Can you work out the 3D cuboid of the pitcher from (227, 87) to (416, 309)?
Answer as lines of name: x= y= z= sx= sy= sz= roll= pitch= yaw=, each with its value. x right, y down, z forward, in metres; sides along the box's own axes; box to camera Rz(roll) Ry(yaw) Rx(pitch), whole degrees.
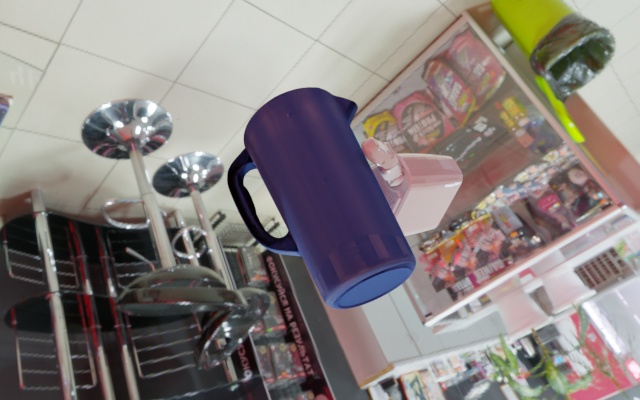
pitcher: x=0.000 y=0.002 z=0.559 sx=0.145 sy=0.242 sz=0.149 roll=-3 pitch=-34 yaw=-37
